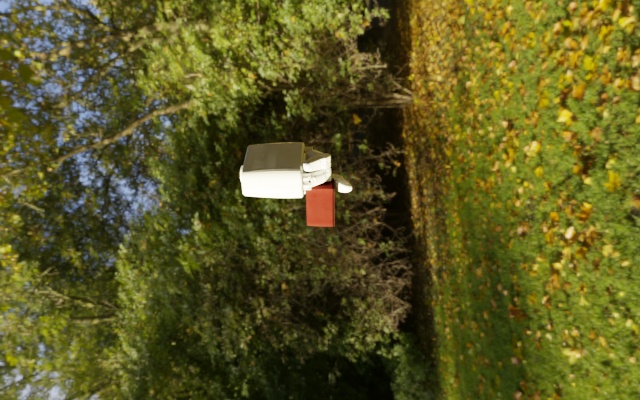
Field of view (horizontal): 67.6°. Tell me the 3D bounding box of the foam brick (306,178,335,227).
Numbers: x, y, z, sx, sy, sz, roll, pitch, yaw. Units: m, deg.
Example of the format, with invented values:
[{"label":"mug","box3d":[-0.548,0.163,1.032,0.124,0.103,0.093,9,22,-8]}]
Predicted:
[{"label":"foam brick","box3d":[0.000,0.003,0.883,0.051,0.078,0.053,-1,24,1]}]
